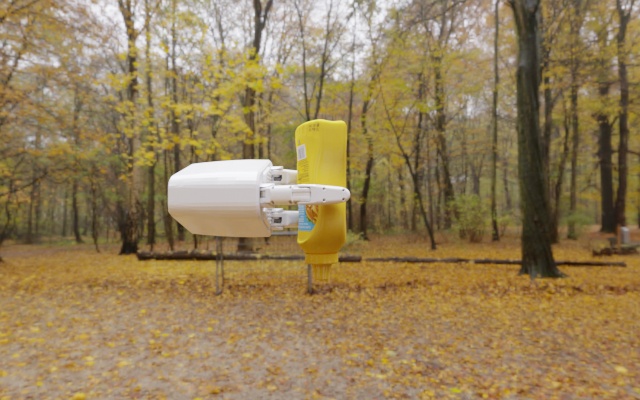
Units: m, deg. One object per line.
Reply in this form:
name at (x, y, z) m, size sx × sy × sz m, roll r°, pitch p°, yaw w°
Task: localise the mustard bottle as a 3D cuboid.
mustard bottle at (0.000, 0.002, 0.592) m, size 0.058 × 0.191 × 0.096 m, roll 1°, pitch -2°, yaw -21°
